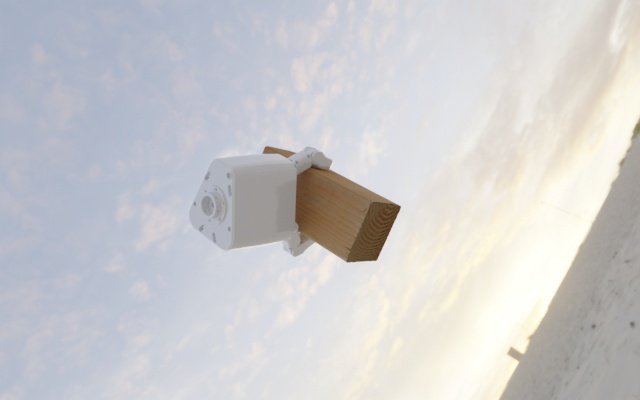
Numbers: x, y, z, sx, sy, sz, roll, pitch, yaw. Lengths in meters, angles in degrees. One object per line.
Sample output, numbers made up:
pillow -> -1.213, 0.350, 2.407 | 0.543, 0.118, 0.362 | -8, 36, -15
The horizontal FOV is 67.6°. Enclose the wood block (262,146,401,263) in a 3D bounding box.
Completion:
wood block -> 0.000, 0.002, 0.704 | 0.206, 0.091, 0.090 | 30, 13, 33
